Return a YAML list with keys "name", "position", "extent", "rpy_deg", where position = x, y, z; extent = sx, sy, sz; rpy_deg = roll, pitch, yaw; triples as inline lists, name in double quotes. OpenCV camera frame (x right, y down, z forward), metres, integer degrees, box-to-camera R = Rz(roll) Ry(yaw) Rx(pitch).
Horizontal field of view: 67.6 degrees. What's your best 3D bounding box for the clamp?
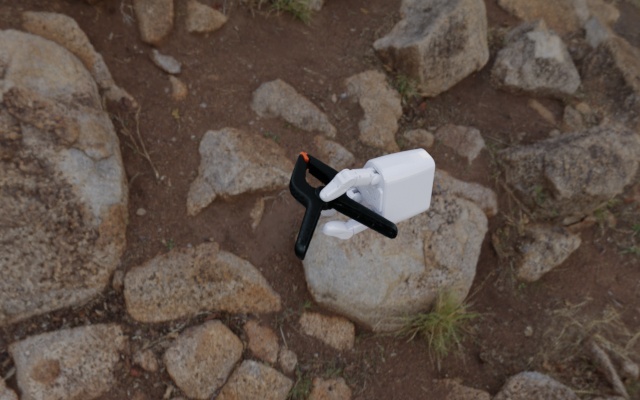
- name: "clamp"
  position: [0.000, 0.001, 0.747]
  extent: [0.164, 0.036, 0.210]
  rpy_deg: [-16, 51, -27]
